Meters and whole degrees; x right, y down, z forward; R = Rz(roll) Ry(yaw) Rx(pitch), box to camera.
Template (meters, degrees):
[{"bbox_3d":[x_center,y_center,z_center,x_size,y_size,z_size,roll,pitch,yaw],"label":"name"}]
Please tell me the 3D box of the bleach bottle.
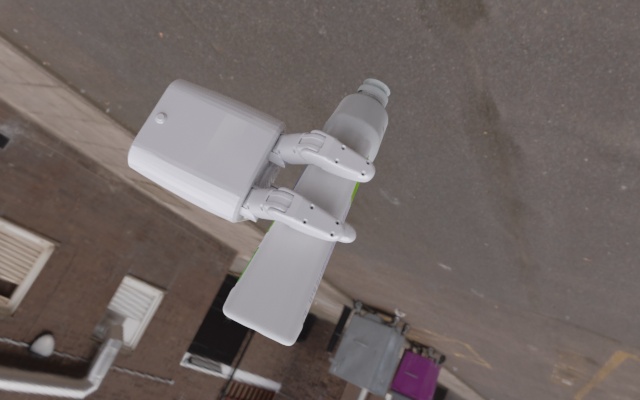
[{"bbox_3d":[0.000,0.001,0.436,0.068,0.250,0.102,26,-16,2],"label":"bleach bottle"}]
